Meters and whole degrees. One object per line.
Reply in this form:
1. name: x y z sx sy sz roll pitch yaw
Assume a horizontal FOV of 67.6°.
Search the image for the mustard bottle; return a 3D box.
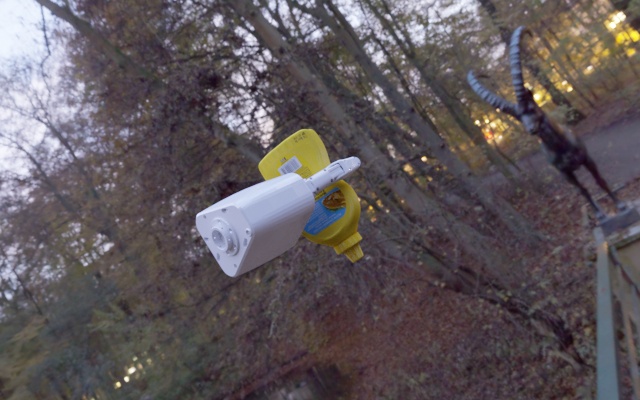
1. mustard bottle: 0.000 0.002 0.668 0.096 0.191 0.058 -35 -6 21
